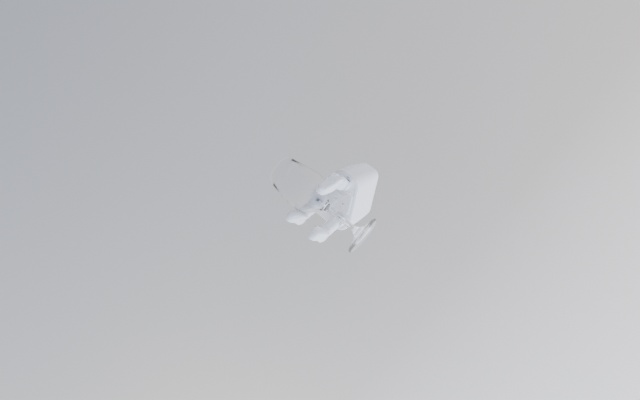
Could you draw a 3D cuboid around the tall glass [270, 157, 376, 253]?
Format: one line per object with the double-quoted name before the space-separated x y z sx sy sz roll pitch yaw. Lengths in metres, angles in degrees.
"tall glass" 0.001 0.003 0.865 0.201 0.079 0.079 39 13 17
